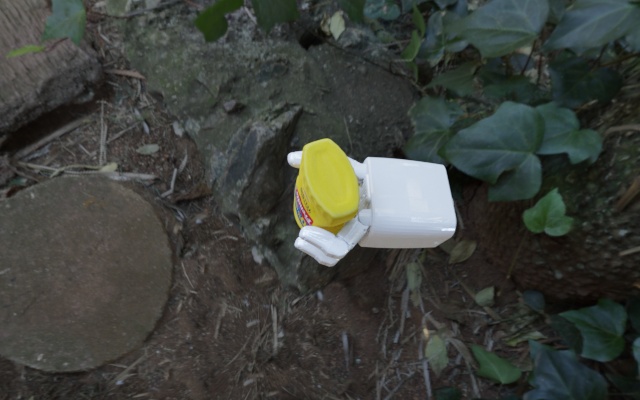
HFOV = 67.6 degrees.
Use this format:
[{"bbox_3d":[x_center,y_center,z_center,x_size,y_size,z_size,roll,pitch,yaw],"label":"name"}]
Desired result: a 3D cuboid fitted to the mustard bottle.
[{"bbox_3d":[0.000,0.002,0.614,0.058,0.096,0.192,-20,-14,-13],"label":"mustard bottle"}]
